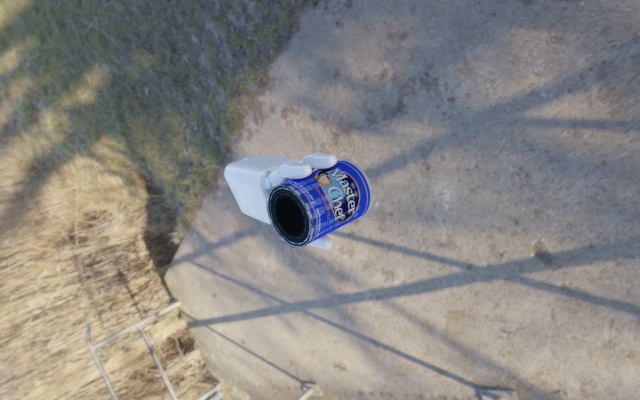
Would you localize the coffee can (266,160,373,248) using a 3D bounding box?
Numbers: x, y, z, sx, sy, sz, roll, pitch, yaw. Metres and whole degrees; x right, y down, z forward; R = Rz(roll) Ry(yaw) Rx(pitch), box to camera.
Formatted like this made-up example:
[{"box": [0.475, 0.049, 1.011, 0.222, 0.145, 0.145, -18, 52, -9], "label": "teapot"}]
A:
[{"box": [0.000, 0.003, 0.759, 0.140, 0.103, 0.103, -24, 16, -40], "label": "coffee can"}]
